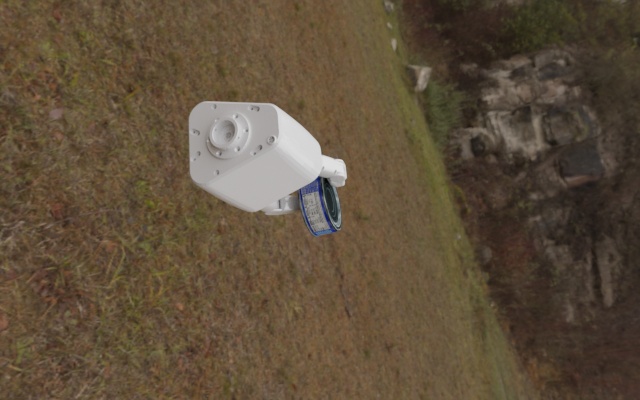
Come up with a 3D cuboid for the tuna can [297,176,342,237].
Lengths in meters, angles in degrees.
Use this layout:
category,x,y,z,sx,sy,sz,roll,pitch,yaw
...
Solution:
category,x,y,z,sx,sy,sz,roll,pitch,yaw
tuna can,0.001,0.002,0.622,0.034,0.086,0.086,-13,-3,14
